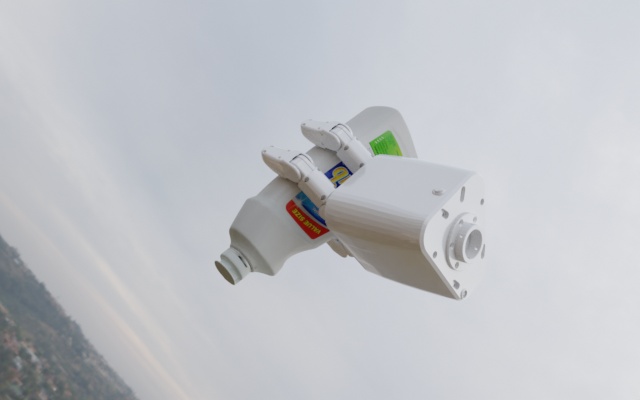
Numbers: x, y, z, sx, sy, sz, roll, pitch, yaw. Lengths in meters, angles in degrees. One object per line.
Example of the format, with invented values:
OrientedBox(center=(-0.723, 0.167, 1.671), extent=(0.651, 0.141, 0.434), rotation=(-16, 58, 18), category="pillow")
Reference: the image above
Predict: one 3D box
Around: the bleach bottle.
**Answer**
OrientedBox(center=(0.000, 0.002, 0.497), extent=(0.250, 0.103, 0.068), rotation=(-40, 32, -28), category="bleach bottle")
